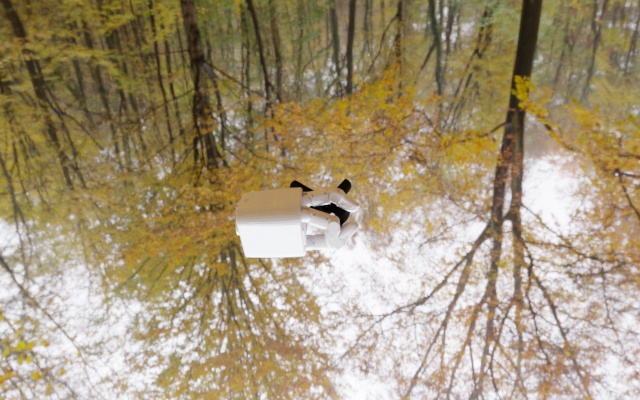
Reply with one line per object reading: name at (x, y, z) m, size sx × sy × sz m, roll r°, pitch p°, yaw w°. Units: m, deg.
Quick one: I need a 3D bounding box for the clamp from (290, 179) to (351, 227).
clamp at (0.000, 0.003, 0.878) m, size 0.120 × 0.039 × 0.171 m, roll -3°, pitch 26°, yaw 2°
